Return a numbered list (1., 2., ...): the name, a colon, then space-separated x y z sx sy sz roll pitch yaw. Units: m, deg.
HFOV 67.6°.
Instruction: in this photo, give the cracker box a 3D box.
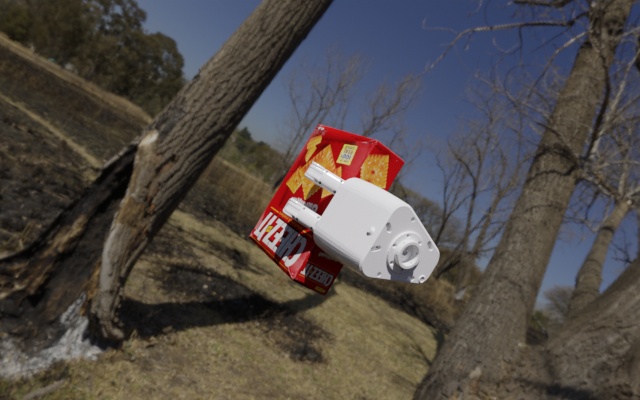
1. cracker box: 0.000 0.002 0.694 0.072 0.213 0.164 32 -1 -34
